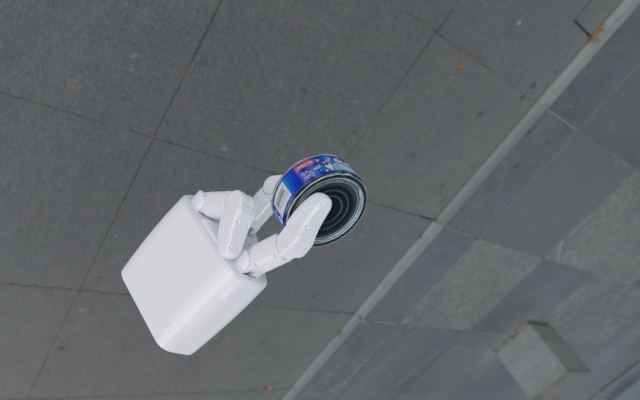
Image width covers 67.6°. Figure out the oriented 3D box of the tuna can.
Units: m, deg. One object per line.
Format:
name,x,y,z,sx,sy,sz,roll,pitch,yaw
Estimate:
tuna can,0.000,0.002,0.444,0.086,0.086,0.033,0,34,-31
